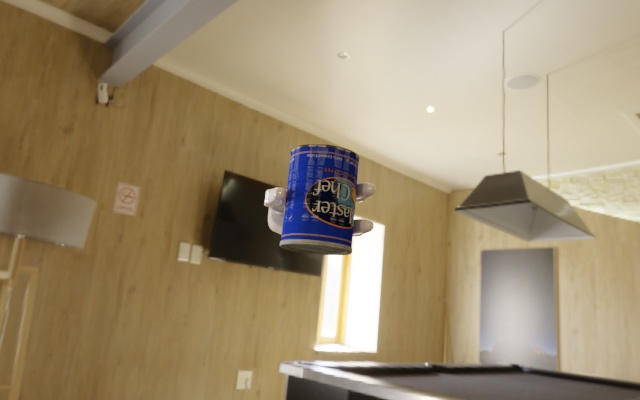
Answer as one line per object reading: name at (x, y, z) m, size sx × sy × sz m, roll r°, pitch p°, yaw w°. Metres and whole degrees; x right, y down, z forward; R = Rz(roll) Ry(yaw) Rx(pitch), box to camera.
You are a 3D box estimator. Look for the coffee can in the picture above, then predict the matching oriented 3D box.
coffee can at (0.000, 0.002, 0.686) m, size 0.103 × 0.140 × 0.103 m, roll 5°, pitch -13°, yaw 1°
